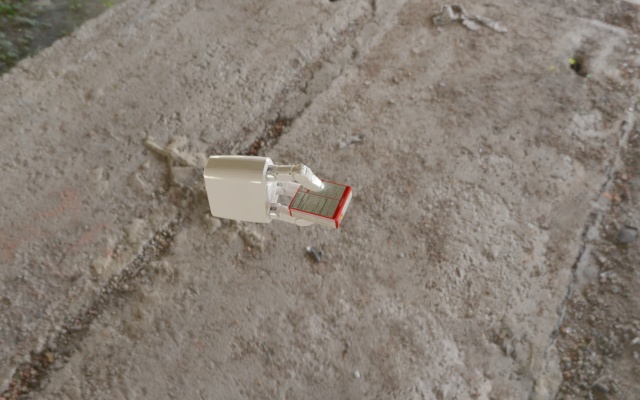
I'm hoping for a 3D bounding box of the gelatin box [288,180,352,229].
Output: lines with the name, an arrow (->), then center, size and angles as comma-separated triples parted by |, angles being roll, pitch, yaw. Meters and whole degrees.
gelatin box -> 0.000, 0.002, 0.808 | 0.089, 0.073, 0.030 | 13, -35, 19
